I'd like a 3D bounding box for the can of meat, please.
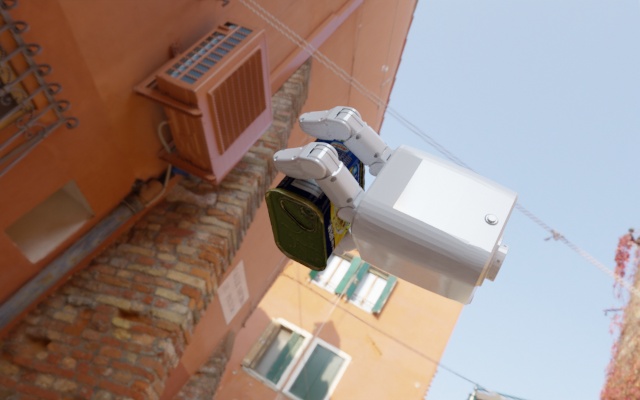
[{"bbox_3d":[0.000,0.001,0.442,0.057,0.084,0.102,23,-34,22],"label":"can of meat"}]
